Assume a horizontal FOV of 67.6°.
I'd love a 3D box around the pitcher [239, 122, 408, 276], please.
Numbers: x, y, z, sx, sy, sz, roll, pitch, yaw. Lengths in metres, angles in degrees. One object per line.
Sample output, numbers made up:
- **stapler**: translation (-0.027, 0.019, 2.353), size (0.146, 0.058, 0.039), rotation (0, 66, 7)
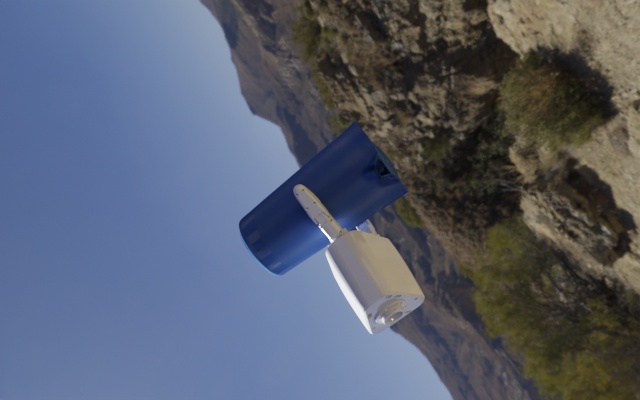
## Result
- **pitcher**: translation (0.000, 0.003, 0.733), size (0.243, 0.145, 0.149), rotation (-37, -35, 6)
